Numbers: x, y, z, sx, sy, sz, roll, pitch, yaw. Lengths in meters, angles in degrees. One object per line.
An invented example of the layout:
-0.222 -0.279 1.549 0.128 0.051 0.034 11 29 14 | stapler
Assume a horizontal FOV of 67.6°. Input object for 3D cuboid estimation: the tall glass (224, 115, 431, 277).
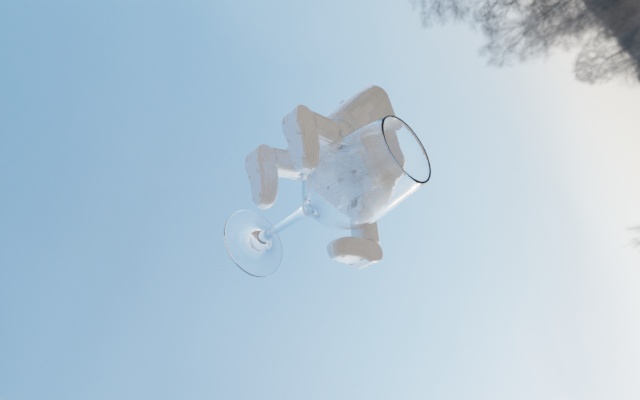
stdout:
0.000 0.002 0.434 0.201 0.079 0.079 -32 -20 36 | tall glass
